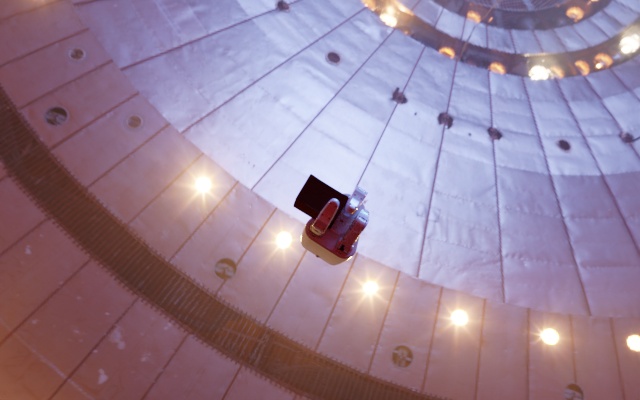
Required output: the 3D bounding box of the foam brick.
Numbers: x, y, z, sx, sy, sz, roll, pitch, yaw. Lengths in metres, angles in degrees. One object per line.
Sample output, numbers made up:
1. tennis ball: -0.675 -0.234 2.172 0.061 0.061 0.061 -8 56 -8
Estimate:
1. foam brick: 0.000 0.002 0.809 0.078 0.053 0.051 32 -18 1
